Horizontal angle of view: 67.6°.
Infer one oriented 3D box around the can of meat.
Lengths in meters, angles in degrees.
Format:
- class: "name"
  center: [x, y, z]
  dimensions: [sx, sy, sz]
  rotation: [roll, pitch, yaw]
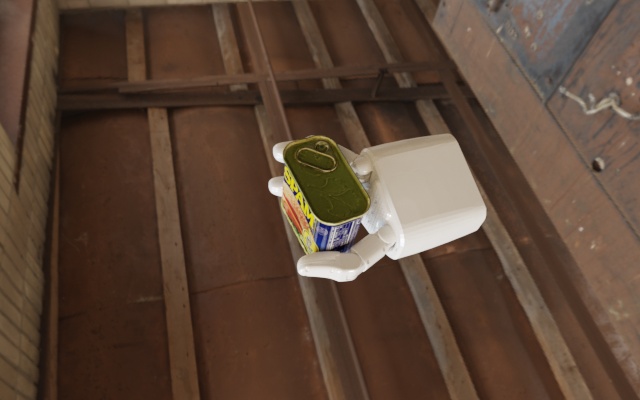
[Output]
- class: "can of meat"
  center: [0.000, 0.002, 0.476]
  dimensions: [0.057, 0.102, 0.084]
  rotation: [-18, -31, -20]
